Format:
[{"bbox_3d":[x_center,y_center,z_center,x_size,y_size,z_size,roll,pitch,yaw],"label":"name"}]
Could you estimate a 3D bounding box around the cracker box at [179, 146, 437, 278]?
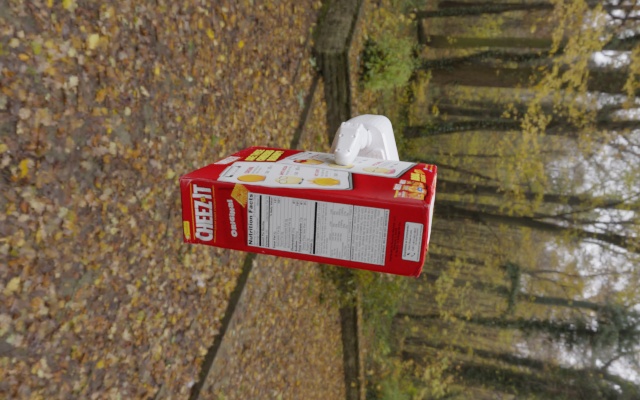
[{"bbox_3d":[0.000,0.001,0.465,0.213,0.072,0.164,7,17,13],"label":"cracker box"}]
